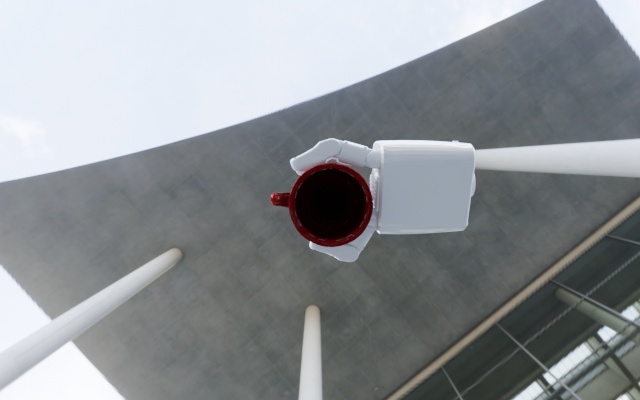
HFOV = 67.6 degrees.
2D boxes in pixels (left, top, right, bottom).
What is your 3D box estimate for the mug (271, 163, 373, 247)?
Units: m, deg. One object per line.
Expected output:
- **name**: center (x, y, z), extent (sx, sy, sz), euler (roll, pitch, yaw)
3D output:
- **mug**: center (-0.001, 0.002, 0.564), extent (0.117, 0.093, 0.081), euler (1, 5, 1)
